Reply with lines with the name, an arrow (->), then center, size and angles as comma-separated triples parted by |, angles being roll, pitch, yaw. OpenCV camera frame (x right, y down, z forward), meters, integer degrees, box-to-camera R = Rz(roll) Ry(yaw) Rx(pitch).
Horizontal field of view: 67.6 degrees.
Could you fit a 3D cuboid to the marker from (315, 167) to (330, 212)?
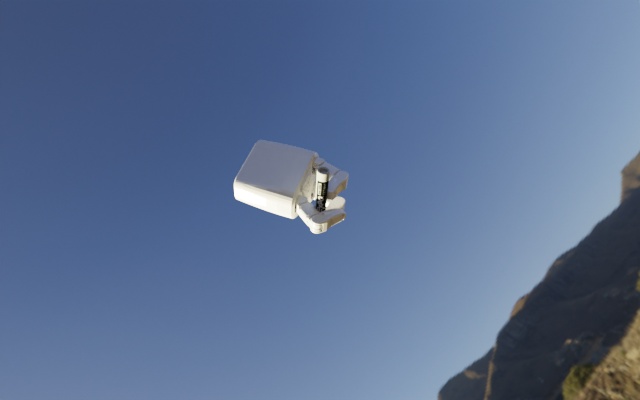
marker -> 0.000, 0.002, 0.728 | 0.020, 0.121, 0.020 | 3, 40, -3
